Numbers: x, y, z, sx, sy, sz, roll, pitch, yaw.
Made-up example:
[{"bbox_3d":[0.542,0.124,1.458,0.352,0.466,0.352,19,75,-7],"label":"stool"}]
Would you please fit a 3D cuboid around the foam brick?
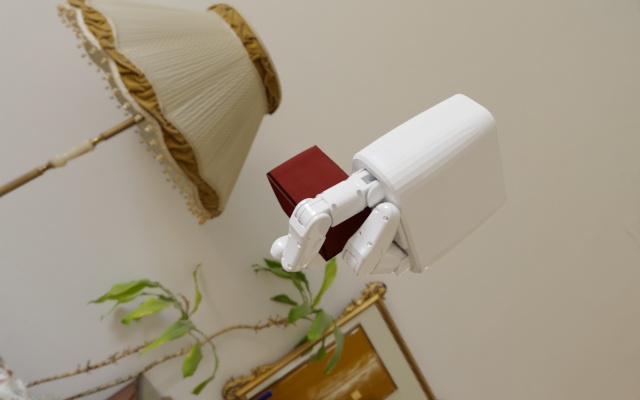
[{"bbox_3d":[0.000,0.001,0.406,0.051,0.053,0.078,-34,53,-12],"label":"foam brick"}]
